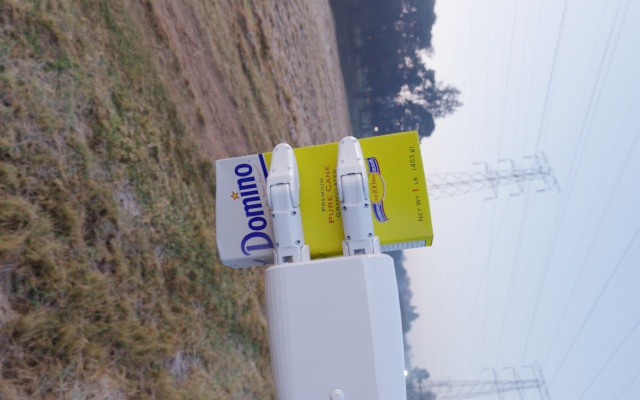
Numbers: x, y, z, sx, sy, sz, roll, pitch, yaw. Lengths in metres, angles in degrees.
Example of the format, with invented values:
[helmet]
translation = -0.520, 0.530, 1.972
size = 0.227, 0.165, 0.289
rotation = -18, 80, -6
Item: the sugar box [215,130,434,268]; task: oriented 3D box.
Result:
[sugar box]
translation = 0.000, 0.001, 0.405
size = 0.176, 0.093, 0.048
rotation = -8, -17, 6
